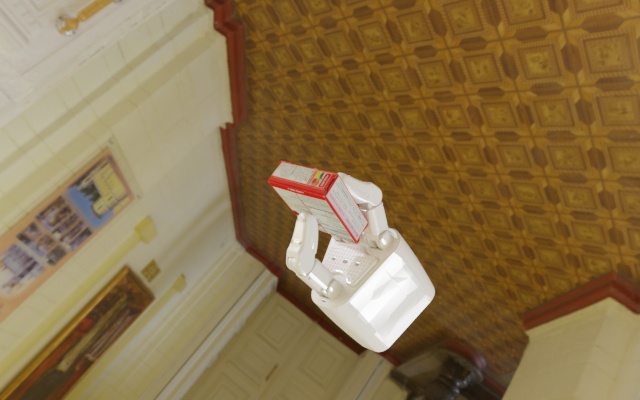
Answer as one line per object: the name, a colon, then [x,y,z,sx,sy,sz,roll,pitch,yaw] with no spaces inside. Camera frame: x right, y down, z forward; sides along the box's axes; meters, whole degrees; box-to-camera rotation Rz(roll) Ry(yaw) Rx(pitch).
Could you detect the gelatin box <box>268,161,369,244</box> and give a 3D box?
gelatin box: [0.000,0.002,0.480,0.073,0.030,0.089,16,-24,37]
